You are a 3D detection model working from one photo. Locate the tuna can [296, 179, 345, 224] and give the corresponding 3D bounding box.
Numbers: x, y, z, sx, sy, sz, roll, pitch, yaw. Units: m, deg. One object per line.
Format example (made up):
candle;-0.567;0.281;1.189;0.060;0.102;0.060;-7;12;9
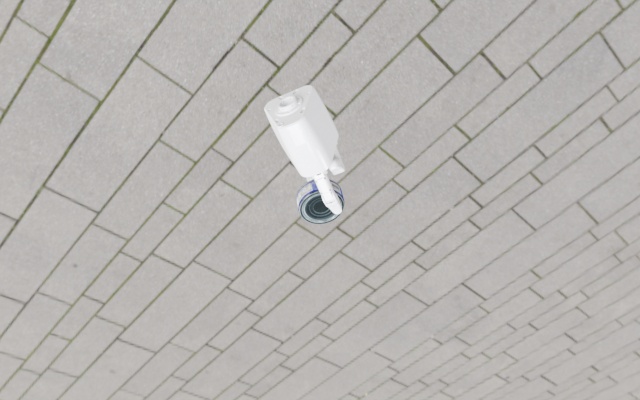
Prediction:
tuna can;0.000;0.003;0.868;0.086;0.086;0.033;0;42;-12
